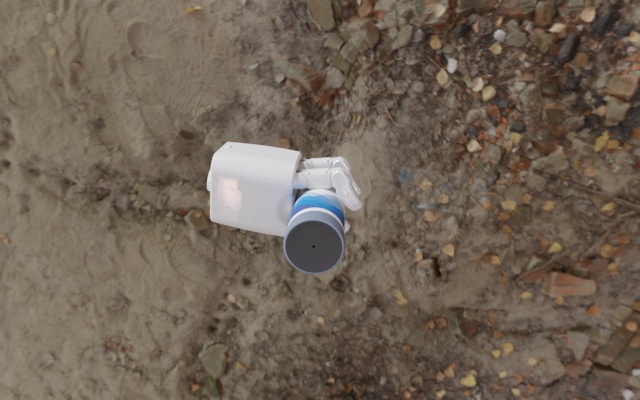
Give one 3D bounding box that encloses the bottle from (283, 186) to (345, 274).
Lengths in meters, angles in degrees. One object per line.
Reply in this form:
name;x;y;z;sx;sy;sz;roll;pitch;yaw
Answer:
bottle;0.000;0.002;0.652;0.069;0.069;0.295;0;19;3
